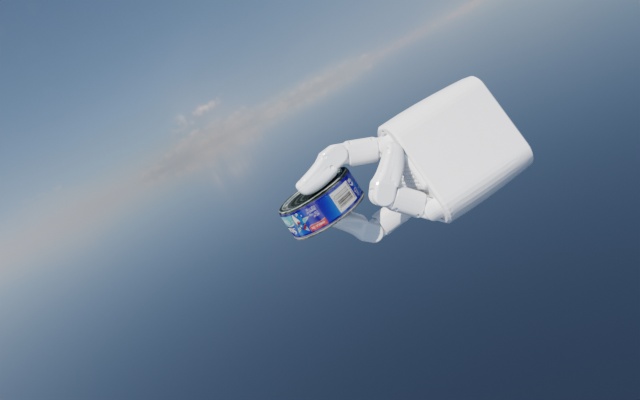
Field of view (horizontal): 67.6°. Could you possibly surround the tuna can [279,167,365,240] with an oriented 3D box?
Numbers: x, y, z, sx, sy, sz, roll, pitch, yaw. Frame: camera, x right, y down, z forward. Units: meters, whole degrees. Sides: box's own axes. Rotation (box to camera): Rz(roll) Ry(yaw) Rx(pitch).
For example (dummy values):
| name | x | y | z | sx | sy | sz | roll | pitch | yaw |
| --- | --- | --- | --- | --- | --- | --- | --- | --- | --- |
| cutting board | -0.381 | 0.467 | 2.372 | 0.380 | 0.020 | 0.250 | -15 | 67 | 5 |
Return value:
| name | x | y | z | sx | sy | sz | roll | pitch | yaw |
| --- | --- | --- | --- | --- | --- | --- | --- | --- | --- |
| tuna can | 0.000 | 0.001 | 0.489 | 0.086 | 0.034 | 0.086 | -32 | 13 | 8 |
